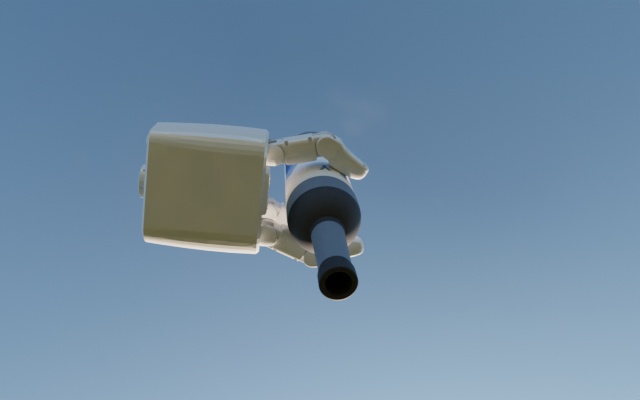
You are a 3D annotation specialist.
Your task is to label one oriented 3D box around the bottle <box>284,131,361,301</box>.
[{"bbox_3d":[0.000,0.001,0.459,0.069,0.069,0.295,0,22,-5],"label":"bottle"}]
